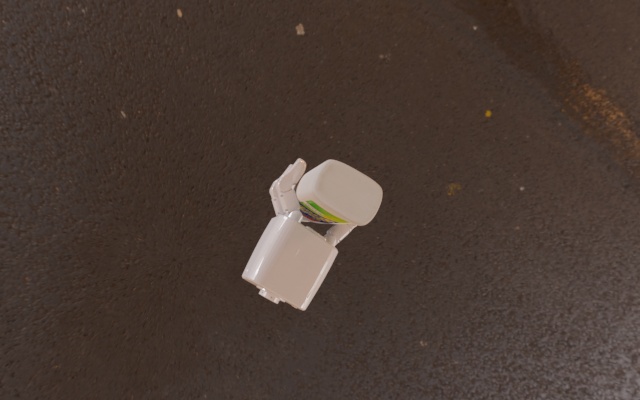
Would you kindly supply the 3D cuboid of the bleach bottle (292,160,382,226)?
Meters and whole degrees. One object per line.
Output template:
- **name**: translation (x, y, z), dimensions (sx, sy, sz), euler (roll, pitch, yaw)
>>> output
- **bleach bottle**: translation (0.000, 0.002, 0.755), dimensions (0.102, 0.068, 0.251), euler (30, -15, -11)
